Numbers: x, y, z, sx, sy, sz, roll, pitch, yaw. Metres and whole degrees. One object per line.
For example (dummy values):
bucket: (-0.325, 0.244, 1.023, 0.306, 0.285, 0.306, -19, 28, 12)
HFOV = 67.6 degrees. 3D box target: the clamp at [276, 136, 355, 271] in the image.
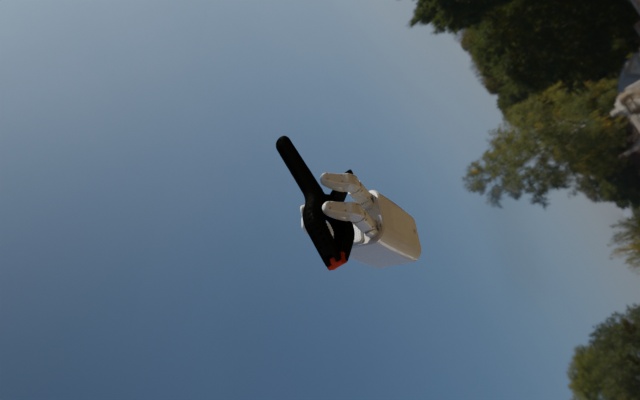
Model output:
clamp: (0.000, 0.003, 0.718, 0.164, 0.209, 0.036, 28, -49, -35)
